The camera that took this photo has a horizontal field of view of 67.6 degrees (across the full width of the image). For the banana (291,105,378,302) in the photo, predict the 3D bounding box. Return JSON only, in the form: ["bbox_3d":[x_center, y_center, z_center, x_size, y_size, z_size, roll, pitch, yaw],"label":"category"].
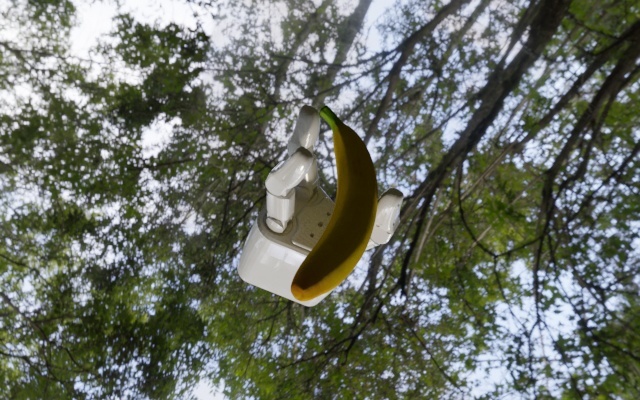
[{"bbox_3d":[0.018,0.004,0.412,0.069,0.197,0.037,18,-39,-15],"label":"banana"}]
